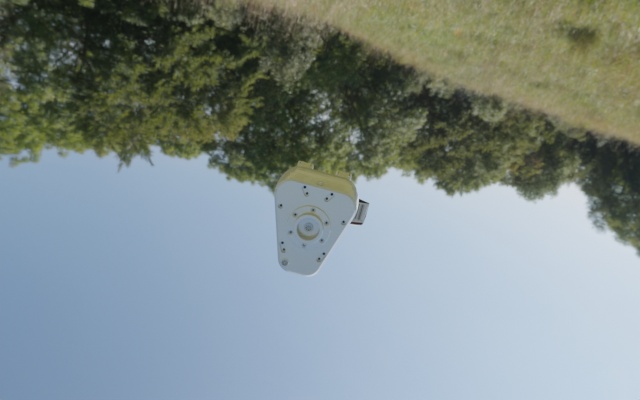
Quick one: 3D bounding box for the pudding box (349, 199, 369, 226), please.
[{"bbox_3d":[0.000,0.002,0.703,0.113,0.039,0.090,11,9,-28],"label":"pudding box"}]
